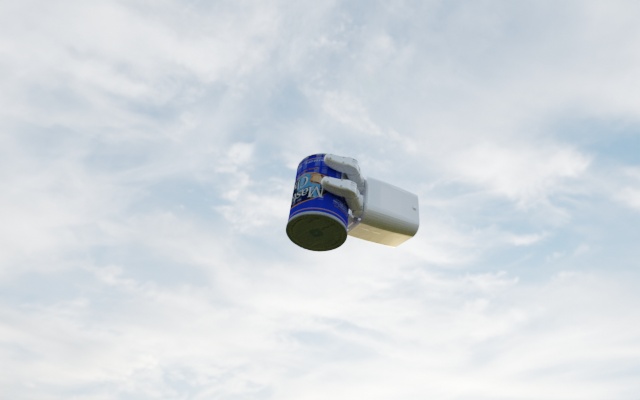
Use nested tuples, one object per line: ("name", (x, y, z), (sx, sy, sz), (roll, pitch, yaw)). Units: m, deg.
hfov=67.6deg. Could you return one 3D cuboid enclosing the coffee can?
("coffee can", (0.000, 0.003, 0.829), (0.103, 0.140, 0.103), (4, -41, 4))
